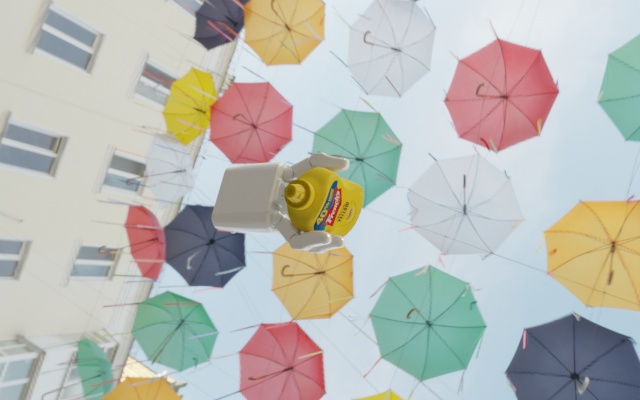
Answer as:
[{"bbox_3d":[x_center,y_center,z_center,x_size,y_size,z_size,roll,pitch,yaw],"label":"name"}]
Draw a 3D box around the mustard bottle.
[{"bbox_3d":[0.001,0.002,0.701,0.058,0.096,0.192,27,3,27],"label":"mustard bottle"}]
